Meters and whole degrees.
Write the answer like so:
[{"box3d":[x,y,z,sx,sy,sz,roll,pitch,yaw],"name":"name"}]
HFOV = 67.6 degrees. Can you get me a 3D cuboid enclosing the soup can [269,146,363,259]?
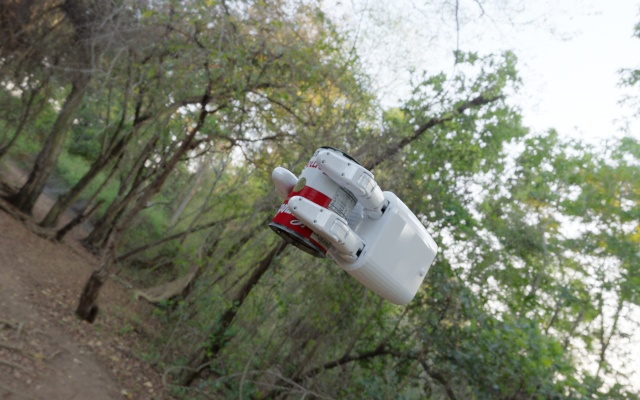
[{"box3d":[0.000,0.001,0.512,0.068,0.102,0.068,29,-14,8],"name":"soup can"}]
